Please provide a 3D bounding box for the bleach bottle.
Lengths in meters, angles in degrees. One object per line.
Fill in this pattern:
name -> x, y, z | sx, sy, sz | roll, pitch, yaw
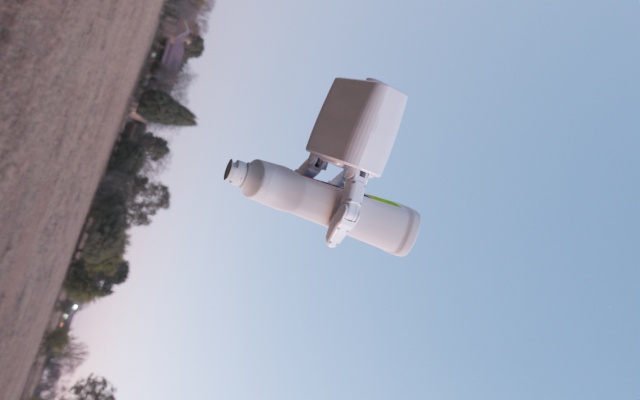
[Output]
bleach bottle -> 0.000, 0.002, 0.617 | 0.251, 0.068, 0.102 | 19, 3, -23
